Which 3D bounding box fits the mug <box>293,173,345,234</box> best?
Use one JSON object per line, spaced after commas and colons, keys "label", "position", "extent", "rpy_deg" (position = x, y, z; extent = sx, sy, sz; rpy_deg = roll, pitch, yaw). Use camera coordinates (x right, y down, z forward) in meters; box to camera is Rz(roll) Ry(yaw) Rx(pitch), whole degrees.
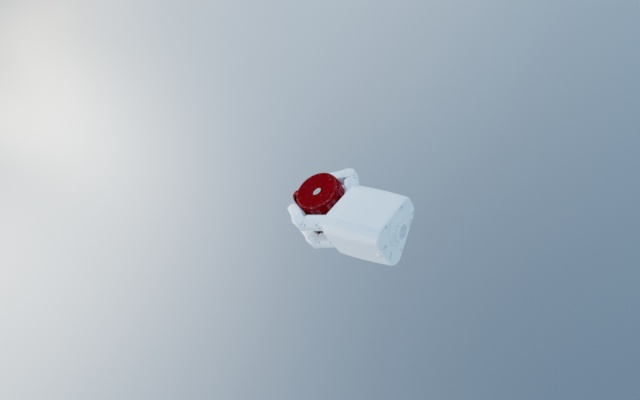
{"label": "mug", "position": [-0.001, 0.002, 0.859], "extent": [0.117, 0.093, 0.081], "rpy_deg": [11, -29, 37]}
